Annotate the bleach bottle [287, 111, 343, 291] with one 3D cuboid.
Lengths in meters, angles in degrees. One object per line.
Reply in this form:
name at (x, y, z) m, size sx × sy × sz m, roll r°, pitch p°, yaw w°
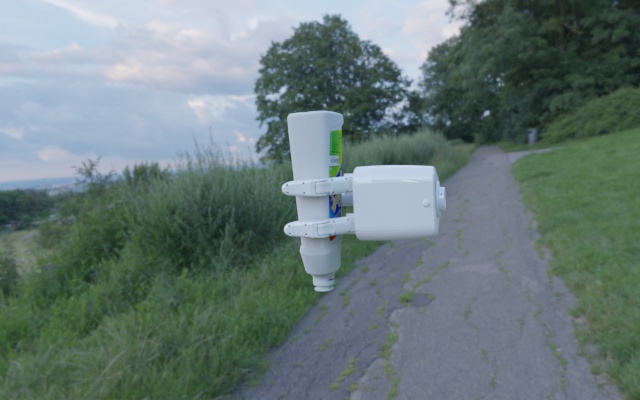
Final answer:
bleach bottle at (0.000, 0.002, 0.686) m, size 0.068 × 0.251 × 0.102 m, roll -2°, pitch 6°, yaw 17°
